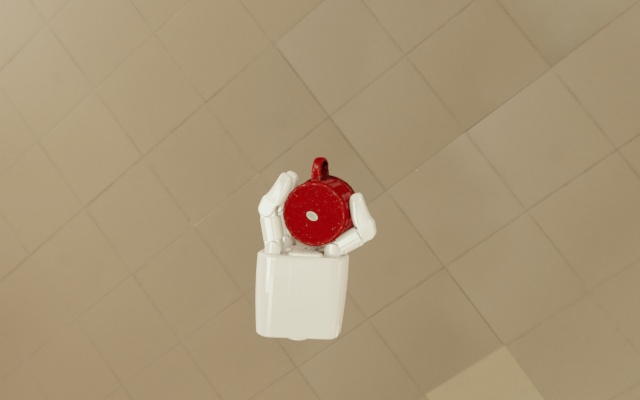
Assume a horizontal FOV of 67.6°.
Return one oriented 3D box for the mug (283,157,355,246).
[{"bbox_3d":[0.000,0.001,0.622,0.093,0.117,0.081,4,5,11],"label":"mug"}]
